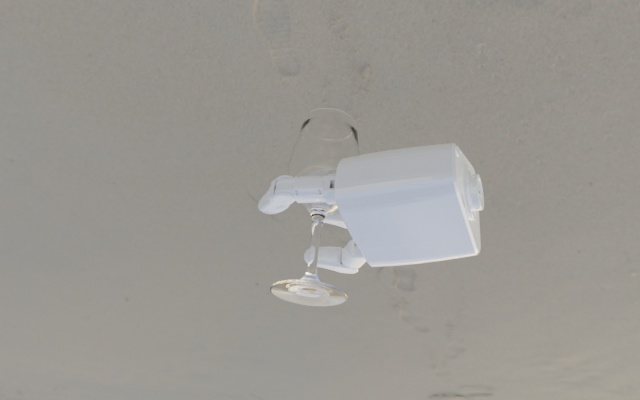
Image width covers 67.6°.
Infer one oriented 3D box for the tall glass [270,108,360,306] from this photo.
[{"bbox_3d":[0.000,0.002,0.497,0.079,0.201,0.079,5,-28,3],"label":"tall glass"}]
